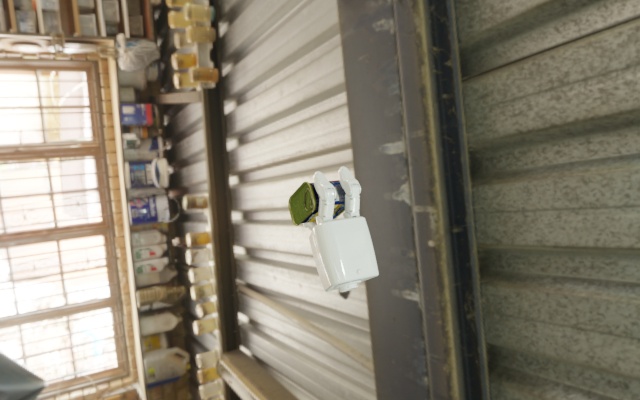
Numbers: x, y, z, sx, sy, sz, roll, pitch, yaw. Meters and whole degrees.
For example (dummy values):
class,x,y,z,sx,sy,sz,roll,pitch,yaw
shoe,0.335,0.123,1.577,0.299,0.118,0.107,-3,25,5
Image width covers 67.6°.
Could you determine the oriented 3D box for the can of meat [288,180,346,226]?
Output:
class,x,y,z,sx,sy,sz,roll,pitch,yaw
can of meat,0.000,0.003,0.871,0.084,0.057,0.102,-6,-20,-28
